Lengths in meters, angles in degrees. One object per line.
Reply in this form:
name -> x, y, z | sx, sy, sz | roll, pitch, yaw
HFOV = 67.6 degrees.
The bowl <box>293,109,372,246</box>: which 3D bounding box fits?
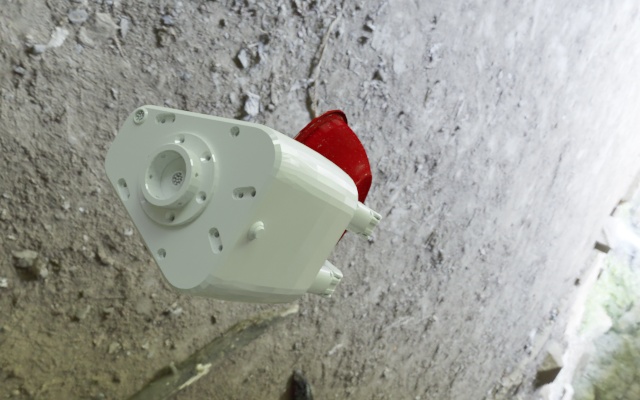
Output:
bowl -> 0.001, 0.002, 0.437 | 0.055, 0.162, 0.162 | 32, 9, 15
